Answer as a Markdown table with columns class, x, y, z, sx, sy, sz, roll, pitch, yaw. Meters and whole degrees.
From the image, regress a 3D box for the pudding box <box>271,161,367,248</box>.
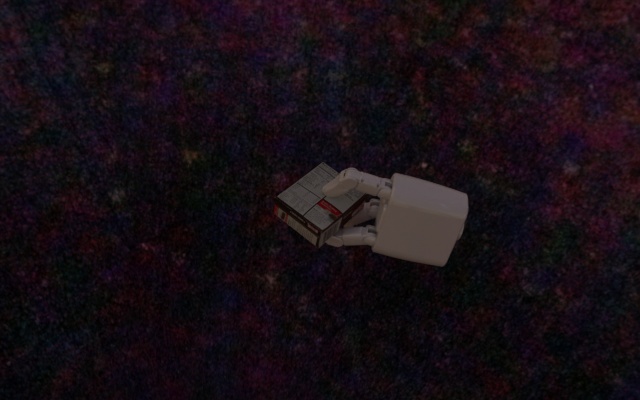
| class | x | y | z | sx | sy | sz | roll | pitch | yaw |
| --- | --- | --- | --- | --- | --- | --- | --- | --- | --- |
| pudding box | 0.000 | 0.002 | 0.689 | 0.090 | 0.039 | 0.113 | 36 | 50 | 19 |
